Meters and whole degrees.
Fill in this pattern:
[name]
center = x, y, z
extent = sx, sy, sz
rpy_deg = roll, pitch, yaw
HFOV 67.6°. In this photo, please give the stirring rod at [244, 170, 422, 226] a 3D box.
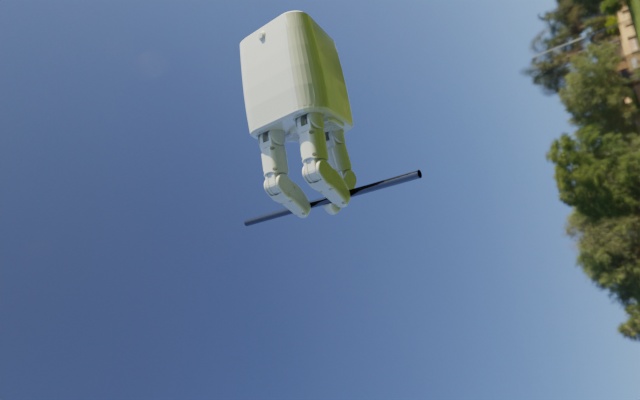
[stirring rod]
center = 0.000, 0.002, 0.512
extent = 0.239, 0.011, 0.011
rpy_deg = -16, -10, 38
